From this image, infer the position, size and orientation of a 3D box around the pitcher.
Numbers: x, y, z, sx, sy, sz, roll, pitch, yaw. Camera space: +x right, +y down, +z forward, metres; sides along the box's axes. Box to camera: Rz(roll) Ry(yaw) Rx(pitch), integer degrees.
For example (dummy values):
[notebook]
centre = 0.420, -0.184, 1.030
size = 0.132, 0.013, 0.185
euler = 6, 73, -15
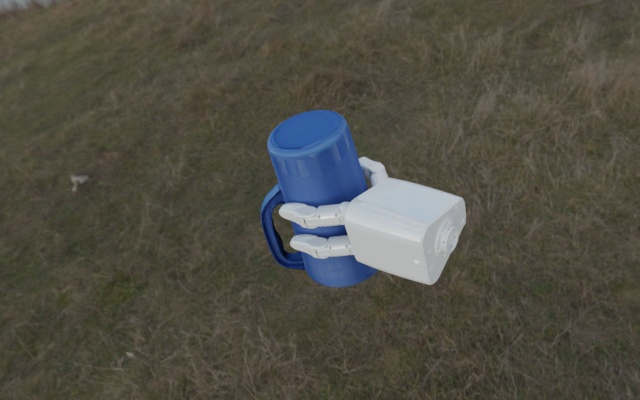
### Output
[pitcher]
centre = 0.000, 0.002, 0.684
size = 0.145, 0.243, 0.149
euler = 19, 51, 39
